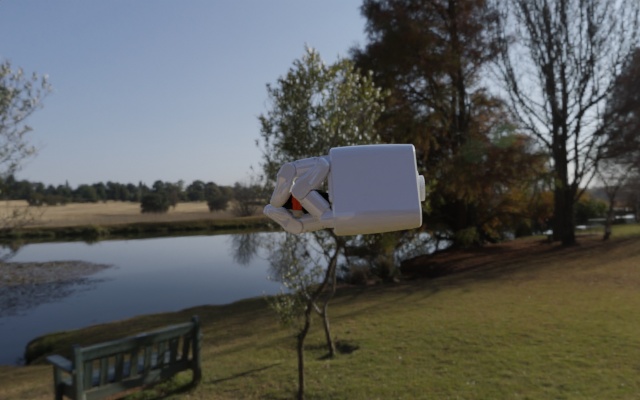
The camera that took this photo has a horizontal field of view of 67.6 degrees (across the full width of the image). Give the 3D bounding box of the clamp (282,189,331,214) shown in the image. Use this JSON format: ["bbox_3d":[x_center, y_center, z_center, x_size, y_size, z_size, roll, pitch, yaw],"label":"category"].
[{"bbox_3d":[0.000,0.002,0.697,0.120,0.039,0.171,-4,0,5],"label":"clamp"}]
